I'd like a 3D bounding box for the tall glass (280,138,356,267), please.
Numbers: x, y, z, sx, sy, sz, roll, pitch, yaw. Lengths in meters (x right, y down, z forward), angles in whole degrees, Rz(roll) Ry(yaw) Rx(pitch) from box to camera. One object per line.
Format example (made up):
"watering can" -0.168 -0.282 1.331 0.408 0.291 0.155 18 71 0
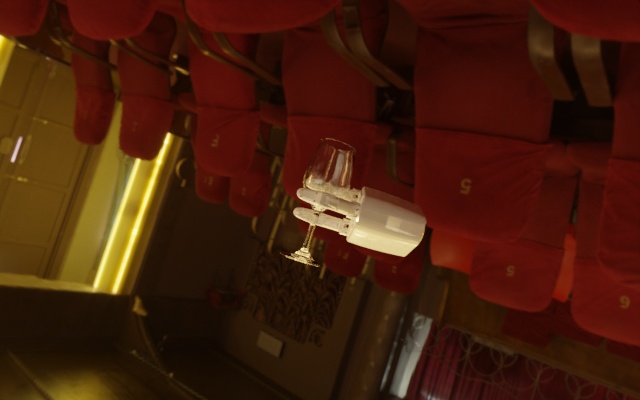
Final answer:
"tall glass" 0.000 0.003 0.781 0.079 0.201 0.079 17 -3 1
